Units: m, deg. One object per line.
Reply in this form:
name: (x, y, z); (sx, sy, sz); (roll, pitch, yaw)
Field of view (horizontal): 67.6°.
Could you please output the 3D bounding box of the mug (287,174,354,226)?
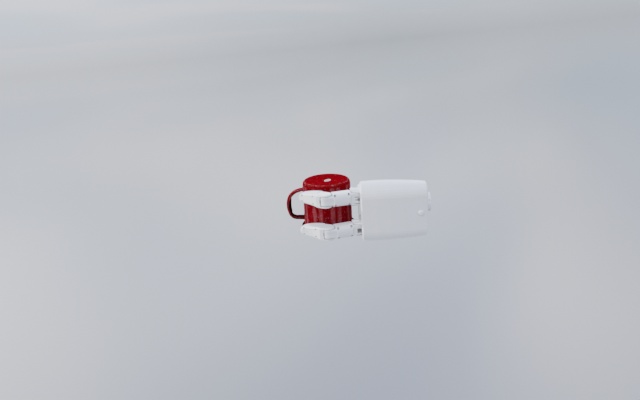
mug: (-0.001, 0.003, 0.820); (0.117, 0.081, 0.093); (-3, 18, 3)
